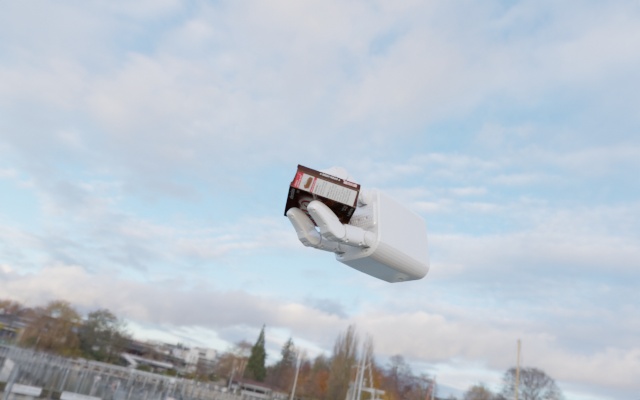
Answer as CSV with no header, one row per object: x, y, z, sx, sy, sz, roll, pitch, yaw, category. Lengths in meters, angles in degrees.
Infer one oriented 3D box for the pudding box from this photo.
0.000,0.002,0.648,0.090,0.039,0.113,18,-26,-1,pudding box
